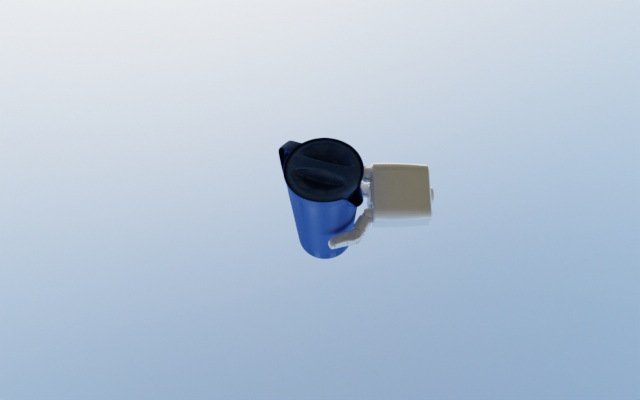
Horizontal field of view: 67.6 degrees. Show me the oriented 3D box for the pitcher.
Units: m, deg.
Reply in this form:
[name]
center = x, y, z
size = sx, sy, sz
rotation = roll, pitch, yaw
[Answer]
[pitcher]
center = 0.000, 0.003, 0.879
size = 0.145, 0.149, 0.243
rotation = -2, -33, 0
